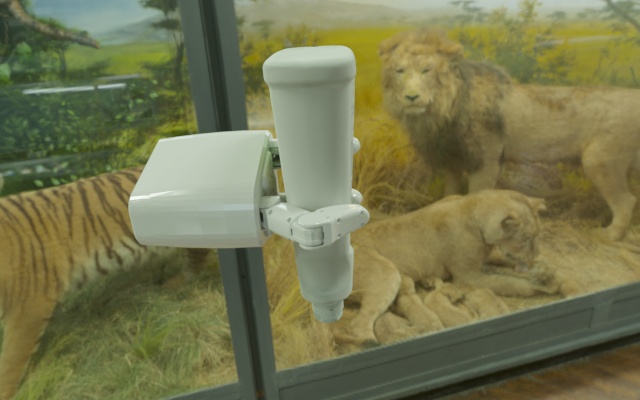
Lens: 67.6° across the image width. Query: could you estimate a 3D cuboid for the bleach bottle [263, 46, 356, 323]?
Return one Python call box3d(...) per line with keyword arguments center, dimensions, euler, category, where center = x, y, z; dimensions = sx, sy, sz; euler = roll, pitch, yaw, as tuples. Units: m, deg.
box3d(center=(0.000, 0.001, 0.415), dimensions=(0.068, 0.251, 0.102), euler=(-2, 24, 5), category="bleach bottle")
